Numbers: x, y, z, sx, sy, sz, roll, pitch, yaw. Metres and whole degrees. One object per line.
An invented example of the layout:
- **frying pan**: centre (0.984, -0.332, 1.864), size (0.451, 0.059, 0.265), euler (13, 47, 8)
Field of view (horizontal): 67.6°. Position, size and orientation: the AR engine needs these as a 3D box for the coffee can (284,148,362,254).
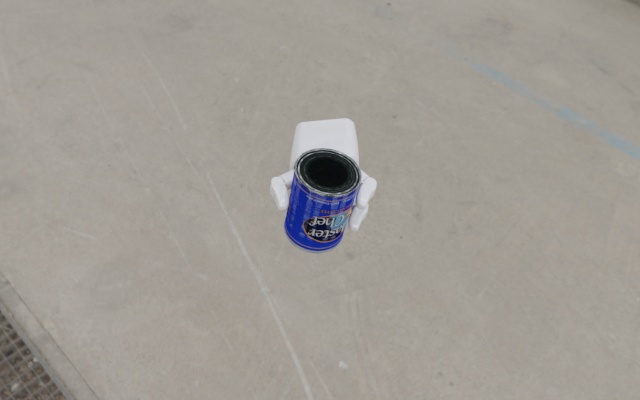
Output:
- **coffee can**: centre (0.000, 0.003, 0.760), size (0.103, 0.102, 0.140), euler (0, -42, -13)
